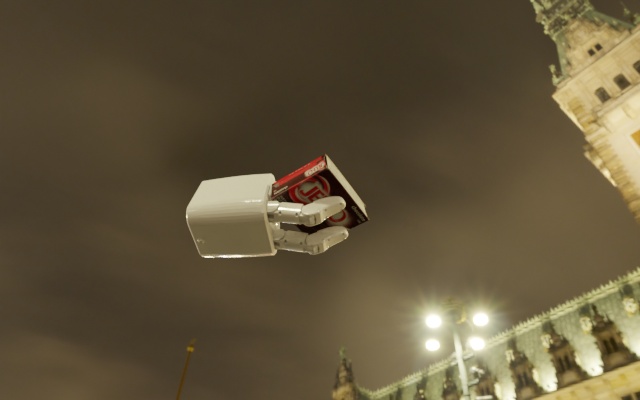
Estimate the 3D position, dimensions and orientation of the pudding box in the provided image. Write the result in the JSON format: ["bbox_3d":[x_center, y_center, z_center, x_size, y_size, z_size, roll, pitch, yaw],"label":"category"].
[{"bbox_3d":[0.000,0.002,0.654,0.090,0.039,0.113,-28,-51,19],"label":"pudding box"}]
